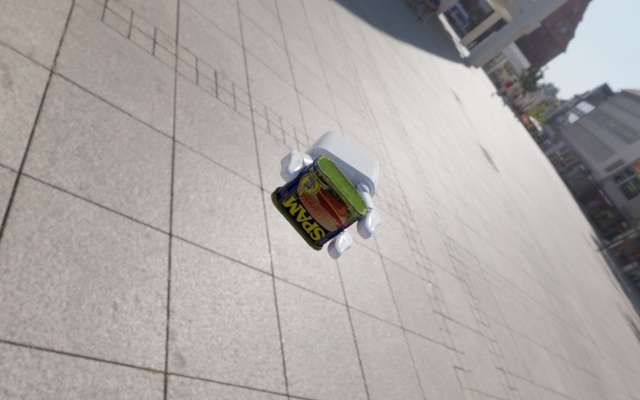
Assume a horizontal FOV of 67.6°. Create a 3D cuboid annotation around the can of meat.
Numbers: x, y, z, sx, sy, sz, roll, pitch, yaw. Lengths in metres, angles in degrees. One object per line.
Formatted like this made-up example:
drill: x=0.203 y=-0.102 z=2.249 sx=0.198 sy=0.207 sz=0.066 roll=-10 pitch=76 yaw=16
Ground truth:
can of meat: x=0.000 y=0.002 z=0.633 sx=0.084 sy=0.102 sz=0.057 roll=-37 pitch=8 yaw=23
